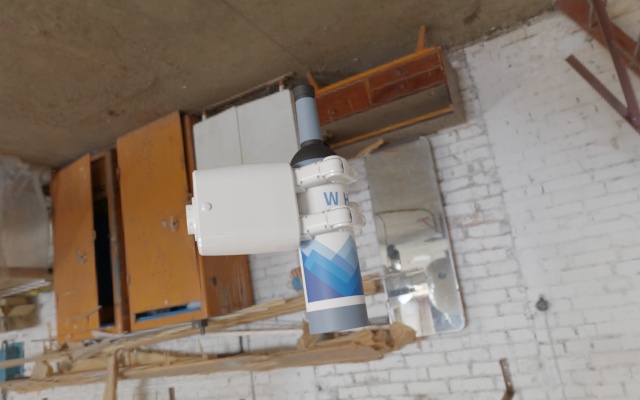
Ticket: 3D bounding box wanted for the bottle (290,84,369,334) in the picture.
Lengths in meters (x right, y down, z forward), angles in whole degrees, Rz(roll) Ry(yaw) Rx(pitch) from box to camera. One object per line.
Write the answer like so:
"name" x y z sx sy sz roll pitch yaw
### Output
"bottle" 0.000 0.002 0.562 0.069 0.295 0.069 -8 -14 -2
